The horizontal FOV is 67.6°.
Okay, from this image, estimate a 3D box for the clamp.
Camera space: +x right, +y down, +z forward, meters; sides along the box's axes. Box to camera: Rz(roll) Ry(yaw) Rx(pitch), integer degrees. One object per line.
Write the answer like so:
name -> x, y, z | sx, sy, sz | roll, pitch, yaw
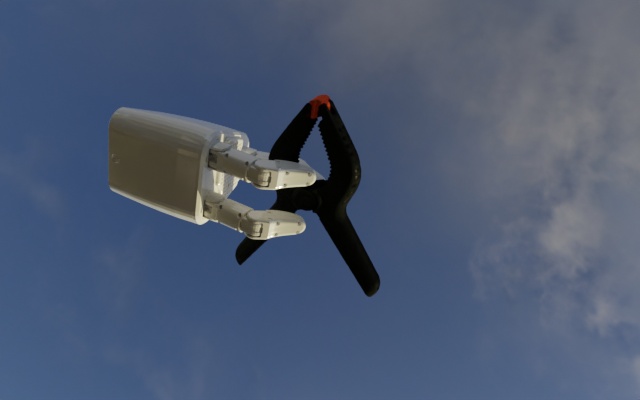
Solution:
clamp -> 0.000, 0.001, 0.487 | 0.164, 0.210, 0.036 | 17, 27, 9
